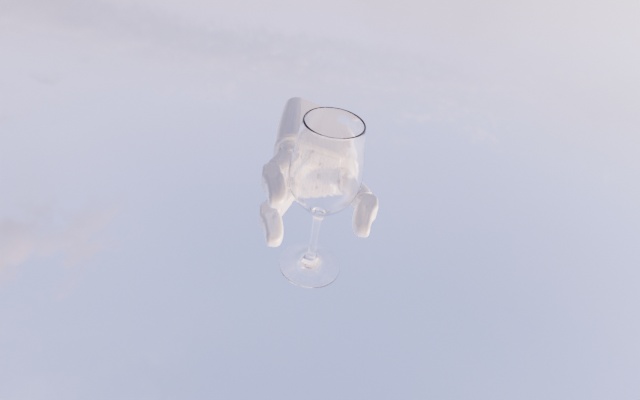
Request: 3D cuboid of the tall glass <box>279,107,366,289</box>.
[{"bbox_3d":[0.000,0.002,0.519,0.079,0.201,0.079,6,39,-5],"label":"tall glass"}]
